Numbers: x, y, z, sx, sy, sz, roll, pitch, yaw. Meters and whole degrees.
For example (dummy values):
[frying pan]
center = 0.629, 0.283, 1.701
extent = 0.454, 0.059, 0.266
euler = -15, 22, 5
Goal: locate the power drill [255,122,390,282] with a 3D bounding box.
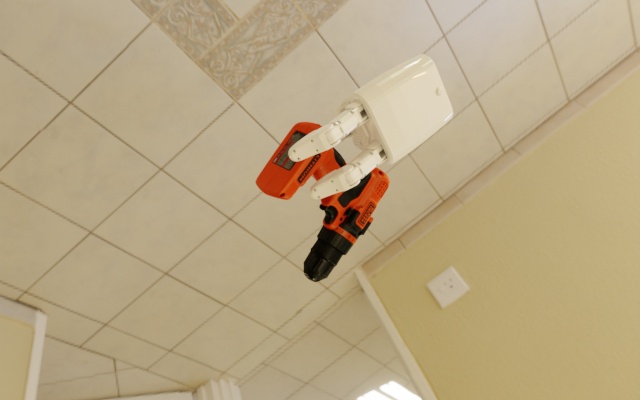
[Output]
[power drill]
center = 0.000, 0.002, 0.625
extent = 0.057, 0.184, 0.188
euler = 25, -12, 40
